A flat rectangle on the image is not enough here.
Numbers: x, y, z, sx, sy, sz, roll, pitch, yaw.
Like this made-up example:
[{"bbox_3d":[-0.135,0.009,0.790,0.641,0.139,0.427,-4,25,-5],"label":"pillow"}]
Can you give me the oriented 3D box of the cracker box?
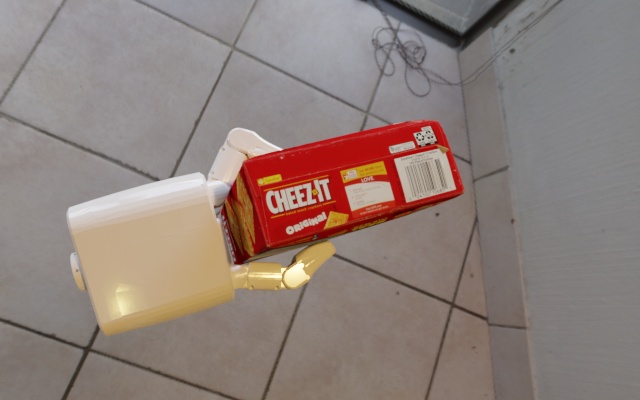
[{"bbox_3d":[0.000,0.002,0.444,0.164,0.072,0.214,-15,-6,-18],"label":"cracker box"}]
